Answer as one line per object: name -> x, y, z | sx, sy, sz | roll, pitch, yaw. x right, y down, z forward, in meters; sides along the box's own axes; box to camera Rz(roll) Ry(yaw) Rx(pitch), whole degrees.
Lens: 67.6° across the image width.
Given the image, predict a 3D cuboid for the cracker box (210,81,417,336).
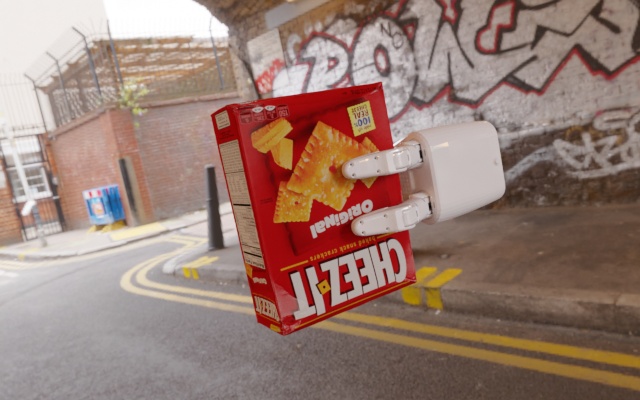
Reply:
cracker box -> 0.000, 0.001, 0.475 | 0.164, 0.214, 0.072 | -15, 8, -28
